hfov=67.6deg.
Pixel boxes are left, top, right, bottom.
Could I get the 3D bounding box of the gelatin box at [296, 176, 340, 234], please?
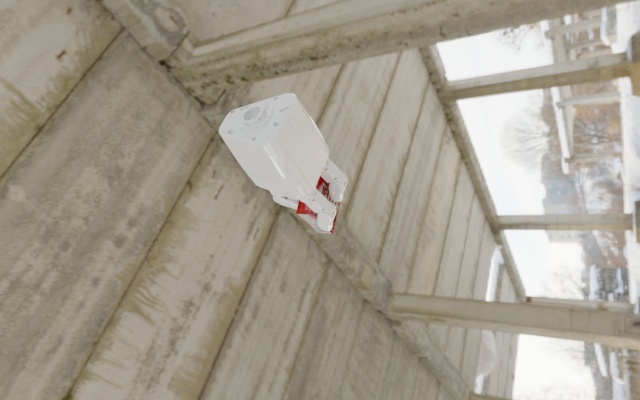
[{"bbox_3d":[0.000,0.003,0.736,0.030,0.073,0.089,4,-22,26],"label":"gelatin box"}]
